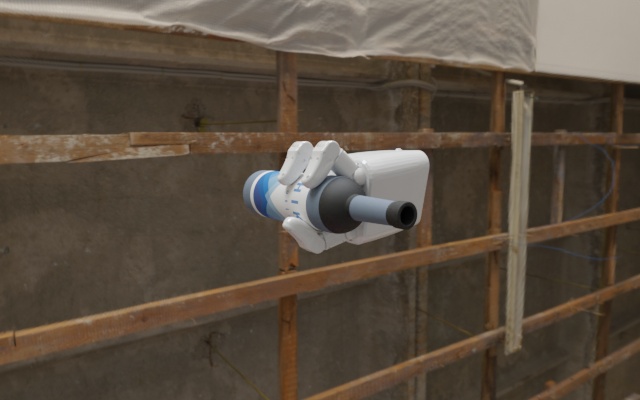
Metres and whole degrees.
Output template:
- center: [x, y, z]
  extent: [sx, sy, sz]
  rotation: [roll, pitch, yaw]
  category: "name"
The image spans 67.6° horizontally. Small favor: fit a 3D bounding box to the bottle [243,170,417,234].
- center: [0.000, 0.002, 0.576]
  extent: [0.069, 0.069, 0.295]
  rotation: [0, 5, -35]
  category: "bottle"
